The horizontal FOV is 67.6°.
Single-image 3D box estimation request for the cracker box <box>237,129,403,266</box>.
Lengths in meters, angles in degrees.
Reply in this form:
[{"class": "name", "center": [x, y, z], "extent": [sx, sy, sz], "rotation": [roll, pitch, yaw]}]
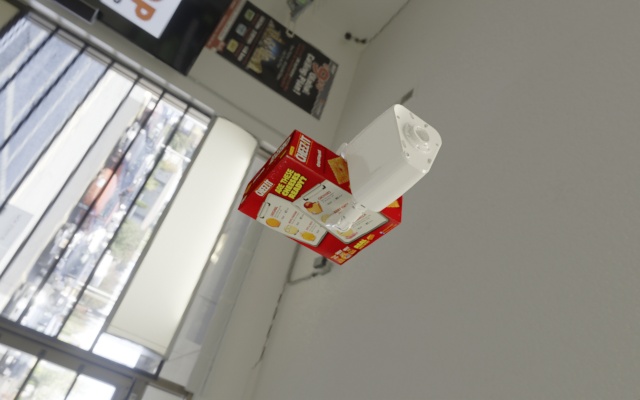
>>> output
[{"class": "cracker box", "center": [0.000, 0.003, 0.778], "extent": [0.214, 0.072, 0.164], "rotation": [30, -45, -19]}]
